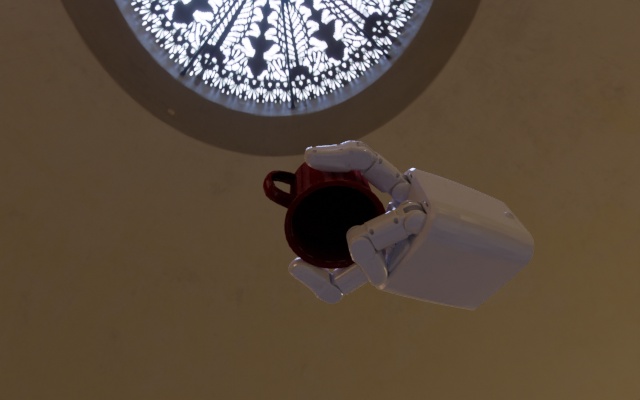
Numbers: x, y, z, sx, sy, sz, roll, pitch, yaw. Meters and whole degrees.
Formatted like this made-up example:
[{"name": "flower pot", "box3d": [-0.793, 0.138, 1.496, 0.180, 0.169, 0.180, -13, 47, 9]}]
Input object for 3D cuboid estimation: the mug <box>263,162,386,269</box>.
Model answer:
[{"name": "mug", "box3d": [-0.001, 0.001, 0.462, 0.117, 0.093, 0.081, 19, 25, -14]}]
